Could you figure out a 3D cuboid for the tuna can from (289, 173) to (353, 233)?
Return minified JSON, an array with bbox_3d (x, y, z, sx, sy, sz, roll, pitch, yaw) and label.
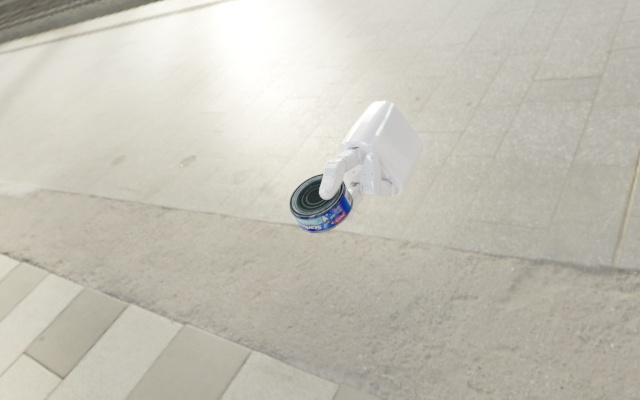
[{"bbox_3d":[0.000,0.002,0.667,0.086,0.086,0.034,0,-42,32],"label":"tuna can"}]
